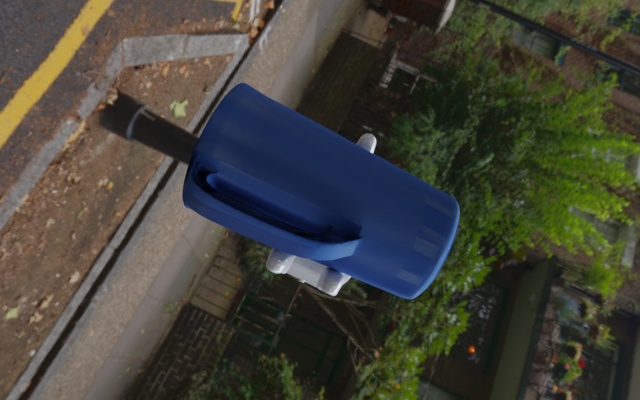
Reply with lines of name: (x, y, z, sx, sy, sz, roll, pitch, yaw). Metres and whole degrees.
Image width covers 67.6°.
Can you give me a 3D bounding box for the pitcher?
pitcher: (0.000, 0.001, 0.453, 0.243, 0.149, 0.145, 26, -20, 2)
